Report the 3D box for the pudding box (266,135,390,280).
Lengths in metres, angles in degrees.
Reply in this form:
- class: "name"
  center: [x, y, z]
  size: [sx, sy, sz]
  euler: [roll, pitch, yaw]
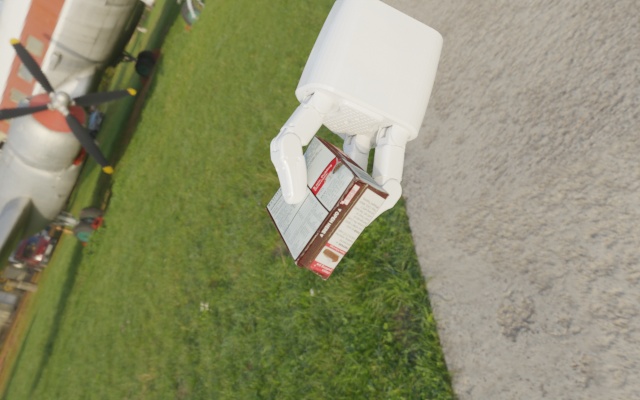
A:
- class: "pudding box"
  center: [0.000, 0.001, 0.424]
  size: [0.039, 0.090, 0.113]
  euler: [29, 12, -27]
